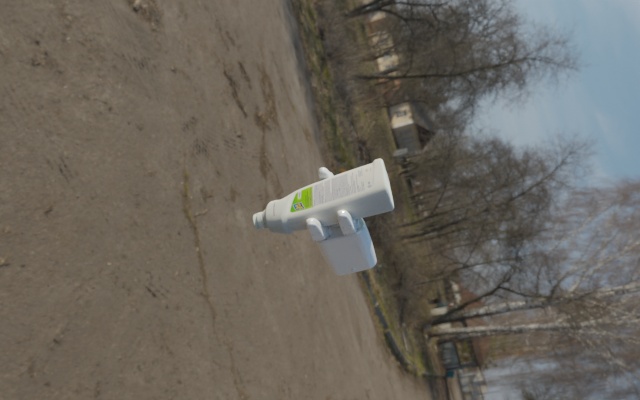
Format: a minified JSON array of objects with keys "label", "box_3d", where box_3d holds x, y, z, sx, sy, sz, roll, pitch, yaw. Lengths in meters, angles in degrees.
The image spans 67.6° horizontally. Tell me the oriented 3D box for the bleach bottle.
[{"label":"bleach bottle","box_3d":[0.000,0.003,0.859,0.251,0.068,0.102,-15,37,11]}]
